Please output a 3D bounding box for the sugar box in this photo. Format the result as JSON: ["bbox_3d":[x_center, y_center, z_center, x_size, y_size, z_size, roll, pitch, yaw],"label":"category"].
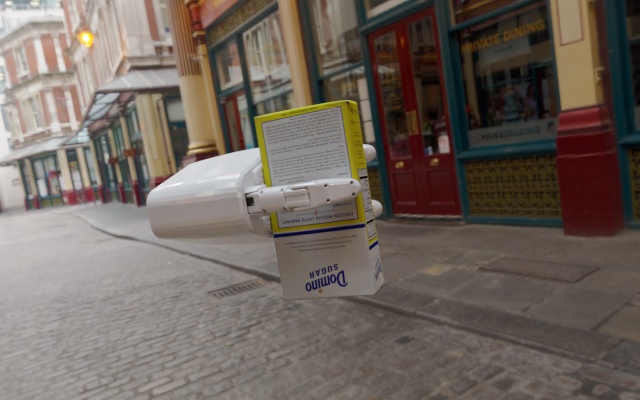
[{"bbox_3d":[0.000,0.001,0.449,0.093,0.176,0.048,-7,6,20],"label":"sugar box"}]
